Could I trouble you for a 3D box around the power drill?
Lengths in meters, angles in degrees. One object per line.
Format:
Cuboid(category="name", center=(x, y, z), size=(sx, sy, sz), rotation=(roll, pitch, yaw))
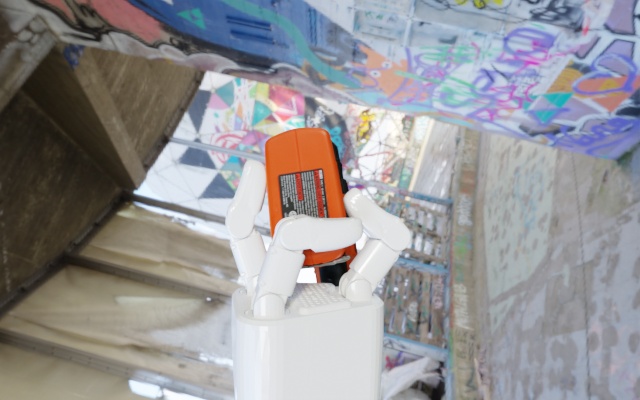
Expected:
Cuboid(category="power drill", center=(0.000, 0.002, 0.442), size=(0.057, 0.184, 0.188), rotation=(-11, -15, 8))
